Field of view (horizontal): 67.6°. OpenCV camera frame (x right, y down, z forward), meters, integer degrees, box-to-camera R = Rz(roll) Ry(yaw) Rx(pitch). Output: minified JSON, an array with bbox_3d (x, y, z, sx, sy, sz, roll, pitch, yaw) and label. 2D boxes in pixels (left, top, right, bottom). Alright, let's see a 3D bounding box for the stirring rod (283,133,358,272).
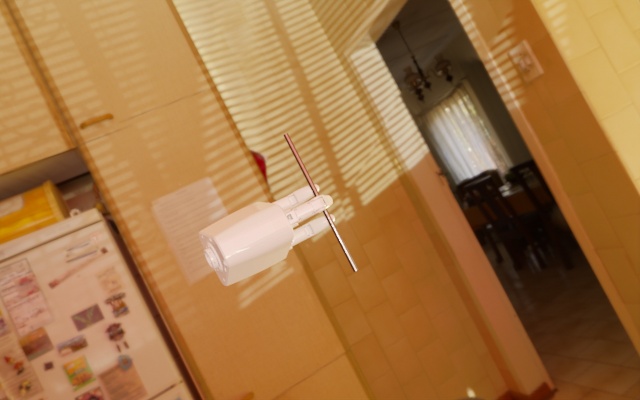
[{"bbox_3d":[0.000,0.003,0.747,0.011,0.239,0.011,-27,-3,-1],"label":"stirring rod"}]
